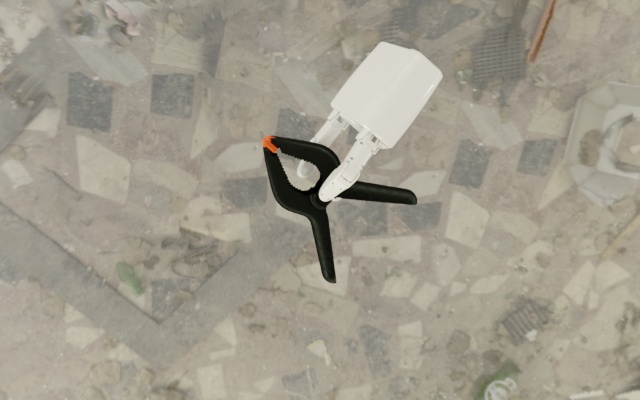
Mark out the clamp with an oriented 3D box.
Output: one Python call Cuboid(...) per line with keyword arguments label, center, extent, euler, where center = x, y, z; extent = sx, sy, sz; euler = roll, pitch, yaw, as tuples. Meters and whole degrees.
Cuboid(label="clamp", center=(0.000, 0.002, 0.610), extent=(0.210, 0.164, 0.036), euler=(36, 7, -17))
